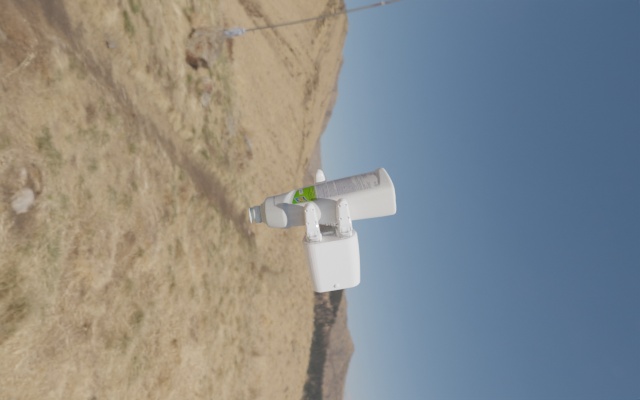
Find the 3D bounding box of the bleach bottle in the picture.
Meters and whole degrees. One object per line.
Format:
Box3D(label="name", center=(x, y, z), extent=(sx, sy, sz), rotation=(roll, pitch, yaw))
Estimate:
Box3D(label="bleach bottle", center=(0.000, 0.003, 0.845), extent=(0.251, 0.068, 0.102), rotation=(-9, 25, -1))
